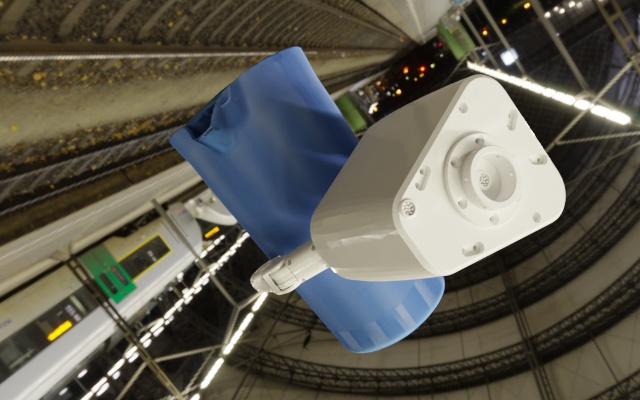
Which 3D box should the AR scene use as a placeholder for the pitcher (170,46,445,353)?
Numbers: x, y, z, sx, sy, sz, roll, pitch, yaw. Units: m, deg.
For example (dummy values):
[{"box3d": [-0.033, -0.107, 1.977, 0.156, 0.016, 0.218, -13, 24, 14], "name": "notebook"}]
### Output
[{"box3d": [0.000, 0.001, 0.419, 0.149, 0.243, 0.145, -39, 7, -23], "name": "pitcher"}]
